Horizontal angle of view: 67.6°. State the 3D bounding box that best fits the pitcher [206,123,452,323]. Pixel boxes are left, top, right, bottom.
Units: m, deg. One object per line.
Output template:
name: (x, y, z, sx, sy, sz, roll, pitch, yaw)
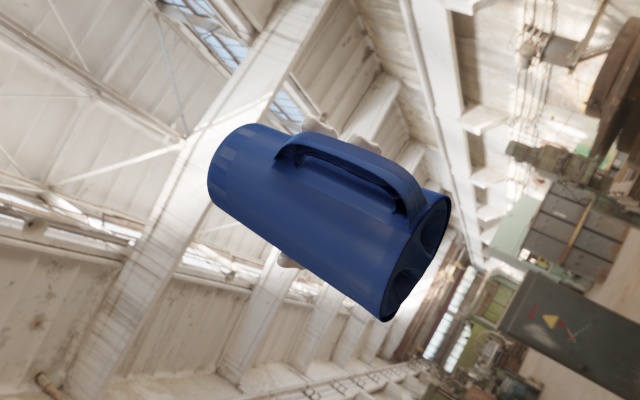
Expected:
pitcher: (0.000, 0.002, 0.490, 0.242, 0.149, 0.145, 28, 15, 25)
